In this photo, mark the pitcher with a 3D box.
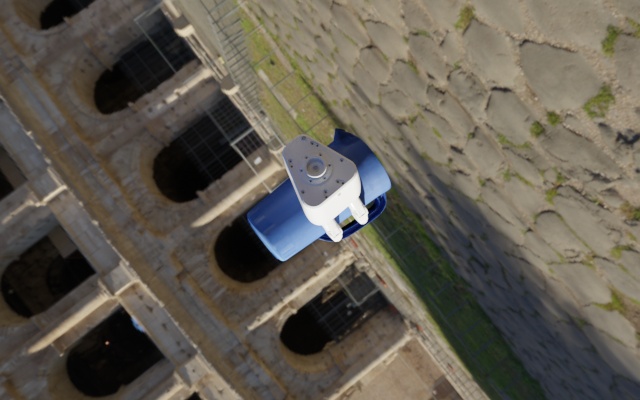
[{"bbox_3d":[0.000,0.003,0.854,0.243,0.149,0.145,-38,-15,-5],"label":"pitcher"}]
